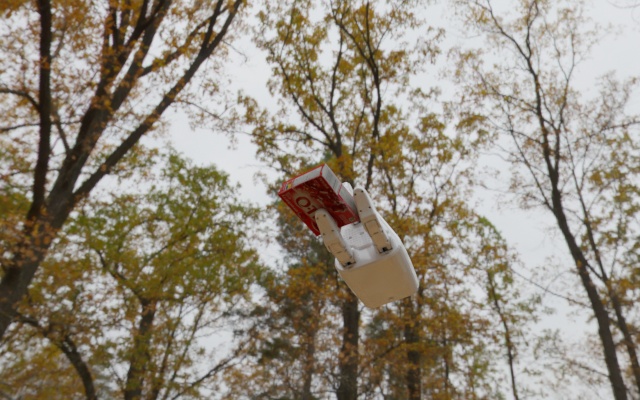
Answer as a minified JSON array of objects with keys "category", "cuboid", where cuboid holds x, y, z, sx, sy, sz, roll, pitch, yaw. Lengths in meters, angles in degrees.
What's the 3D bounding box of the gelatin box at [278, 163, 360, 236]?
[{"category":"gelatin box","cuboid":[0.000,0.002,0.634,0.073,0.089,0.030,-22,33,31]}]
